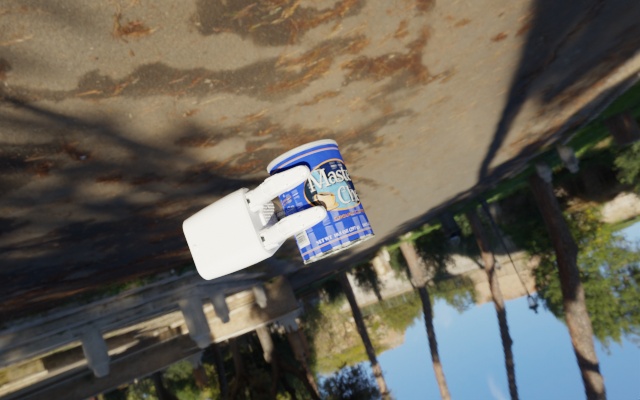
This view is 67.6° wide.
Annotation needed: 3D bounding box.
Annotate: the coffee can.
[{"bbox_3d":[0.000,0.002,0.648,0.103,0.140,0.103,-22,-8,-3],"label":"coffee can"}]
